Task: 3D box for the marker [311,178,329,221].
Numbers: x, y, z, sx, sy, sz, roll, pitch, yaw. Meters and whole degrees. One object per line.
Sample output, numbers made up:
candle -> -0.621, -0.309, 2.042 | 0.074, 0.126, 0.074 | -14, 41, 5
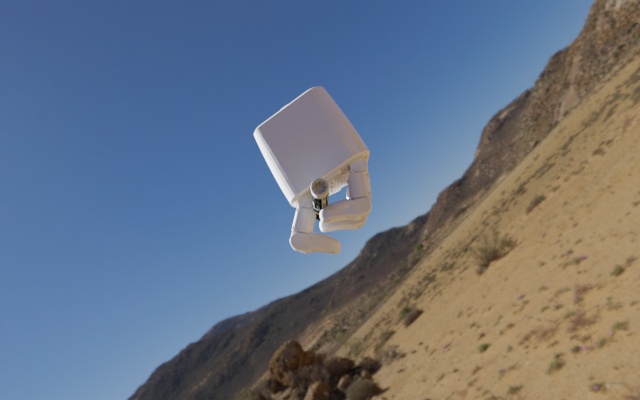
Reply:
marker -> 0.000, 0.002, 0.551 | 0.020, 0.020, 0.121 | 0, -15, 1
